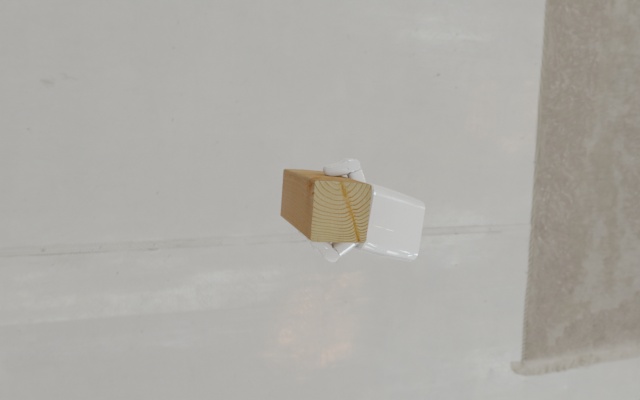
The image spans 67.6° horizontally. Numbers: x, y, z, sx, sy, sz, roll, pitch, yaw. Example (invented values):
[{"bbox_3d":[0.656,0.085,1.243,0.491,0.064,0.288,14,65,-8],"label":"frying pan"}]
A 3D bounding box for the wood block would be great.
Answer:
[{"bbox_3d":[0.001,0.002,0.786,0.090,0.091,0.206,3,7,-18],"label":"wood block"}]
